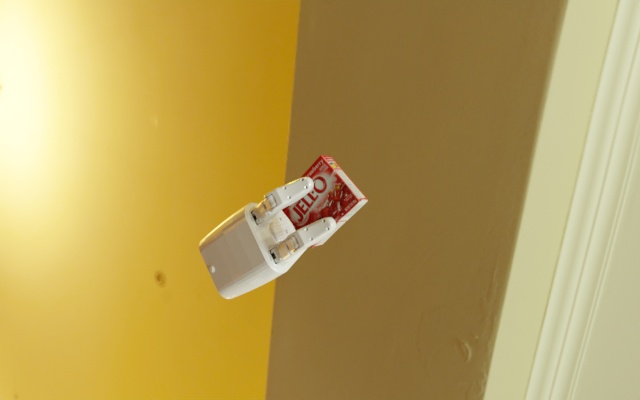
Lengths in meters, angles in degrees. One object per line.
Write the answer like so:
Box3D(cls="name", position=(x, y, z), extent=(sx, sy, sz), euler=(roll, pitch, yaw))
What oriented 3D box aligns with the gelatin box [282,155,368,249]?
Box3D(cls="gelatin box", position=(0.001, 0.002, 0.573), extent=(0.089, 0.073, 0.030), euler=(-45, -17, 23))
